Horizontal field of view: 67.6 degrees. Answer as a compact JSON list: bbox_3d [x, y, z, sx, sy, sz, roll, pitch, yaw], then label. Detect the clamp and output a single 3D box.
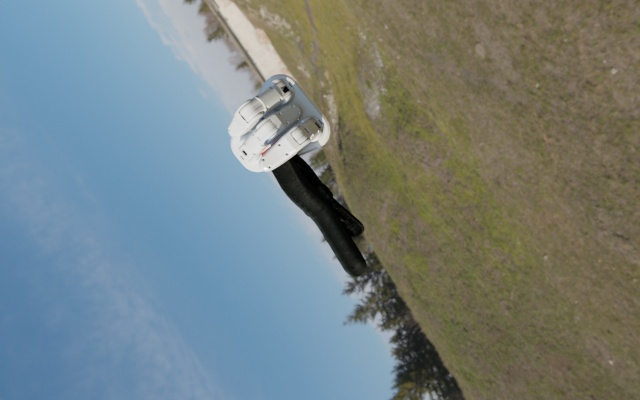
[{"bbox_3d":[-0.001,0.002,0.558,0.039,0.171,0.120,-35,5,9],"label":"clamp"}]
